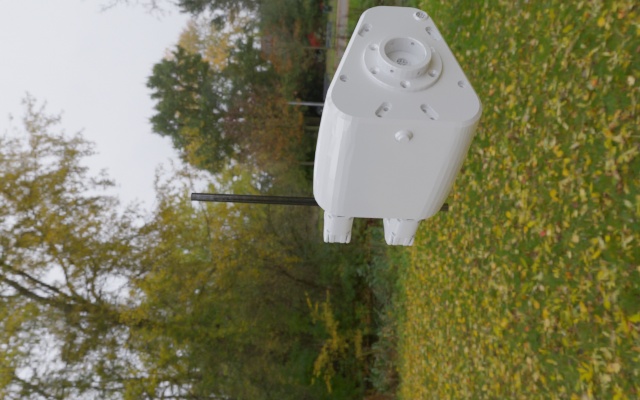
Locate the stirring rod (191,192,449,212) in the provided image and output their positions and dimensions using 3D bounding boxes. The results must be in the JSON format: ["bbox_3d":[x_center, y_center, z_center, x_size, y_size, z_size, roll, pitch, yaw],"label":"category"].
[{"bbox_3d":[0.000,0.001,0.449,0.239,0.011,0.011,2,0,-2],"label":"stirring rod"}]
